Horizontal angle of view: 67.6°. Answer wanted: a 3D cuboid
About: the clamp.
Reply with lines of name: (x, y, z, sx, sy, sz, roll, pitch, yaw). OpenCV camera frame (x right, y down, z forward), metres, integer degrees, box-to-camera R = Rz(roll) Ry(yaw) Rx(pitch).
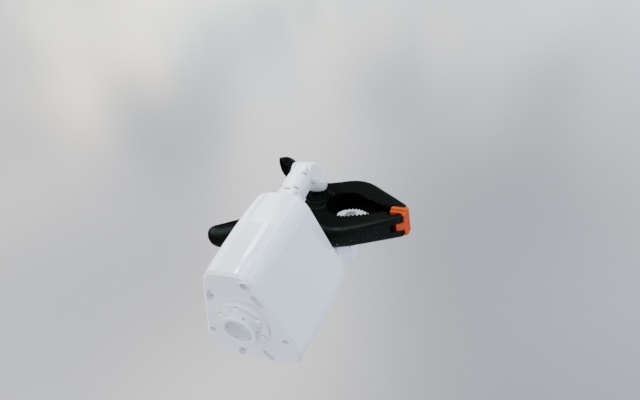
clamp: (0.000, 0.001, 0.532, 0.210, 0.036, 0.164, 3, 38, 23)
